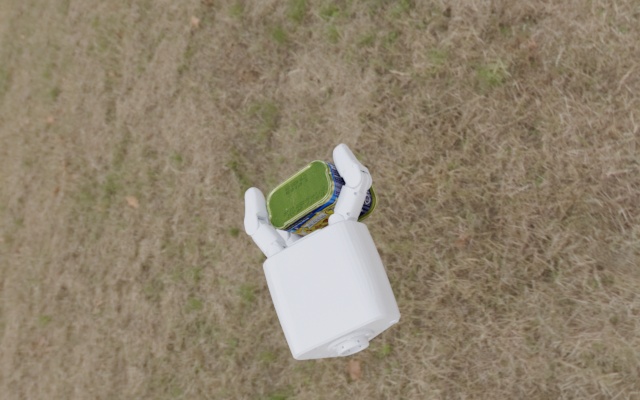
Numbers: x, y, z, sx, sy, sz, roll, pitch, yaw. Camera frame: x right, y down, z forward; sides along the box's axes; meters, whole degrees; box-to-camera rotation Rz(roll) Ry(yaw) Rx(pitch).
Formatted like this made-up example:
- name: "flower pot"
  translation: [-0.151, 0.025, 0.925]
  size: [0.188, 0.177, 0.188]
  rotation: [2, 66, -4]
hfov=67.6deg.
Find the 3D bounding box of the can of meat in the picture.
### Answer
- name: "can of meat"
  translation: [0.000, 0.002, 0.552]
  size: [0.102, 0.057, 0.084]
  rotation: [-33, -30, 30]
